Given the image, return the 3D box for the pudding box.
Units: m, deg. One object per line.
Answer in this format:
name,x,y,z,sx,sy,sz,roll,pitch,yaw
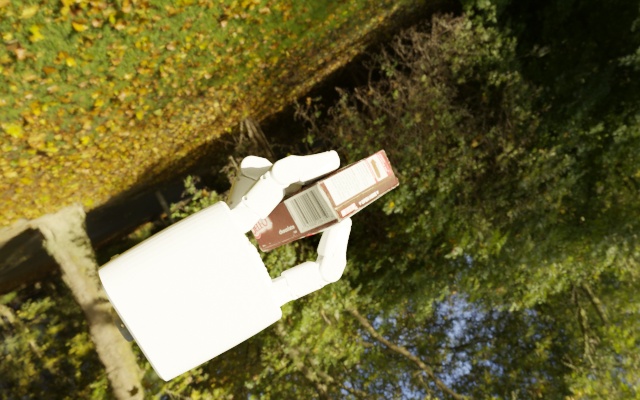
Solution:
pudding box,0.000,0.002,0.427,0.113,0.039,0.090,-22,6,47
